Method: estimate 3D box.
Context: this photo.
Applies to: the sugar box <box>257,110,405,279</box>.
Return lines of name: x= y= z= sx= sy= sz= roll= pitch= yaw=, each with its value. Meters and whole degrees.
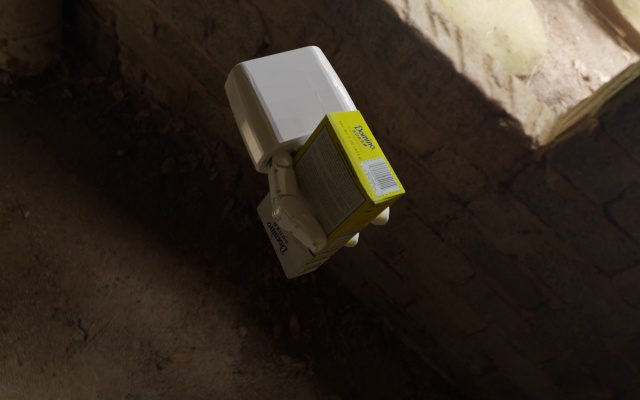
sugar box: x=0.001 y=0.001 z=0.477 sx=0.048 sy=0.093 sz=0.176 roll=-14 pitch=-20 yaw=-34
